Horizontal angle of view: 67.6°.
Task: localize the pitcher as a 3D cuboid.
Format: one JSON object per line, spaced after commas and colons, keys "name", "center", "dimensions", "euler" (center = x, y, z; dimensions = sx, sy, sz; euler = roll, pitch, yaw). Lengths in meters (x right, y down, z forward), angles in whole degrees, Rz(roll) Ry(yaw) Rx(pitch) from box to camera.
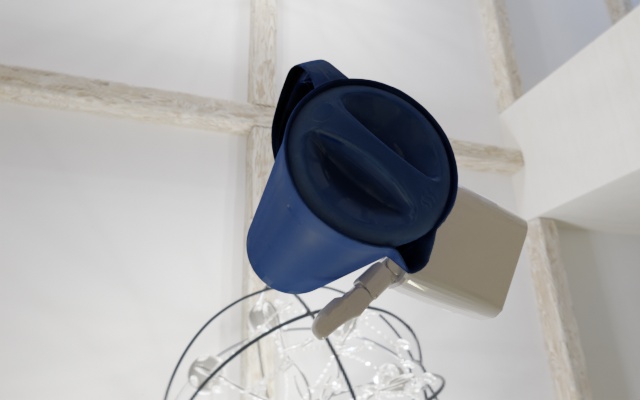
{"name": "pitcher", "center": [0.000, 0.002, 0.438], "dimensions": [0.145, 0.149, 0.243], "euler": [23, -27, -10]}
